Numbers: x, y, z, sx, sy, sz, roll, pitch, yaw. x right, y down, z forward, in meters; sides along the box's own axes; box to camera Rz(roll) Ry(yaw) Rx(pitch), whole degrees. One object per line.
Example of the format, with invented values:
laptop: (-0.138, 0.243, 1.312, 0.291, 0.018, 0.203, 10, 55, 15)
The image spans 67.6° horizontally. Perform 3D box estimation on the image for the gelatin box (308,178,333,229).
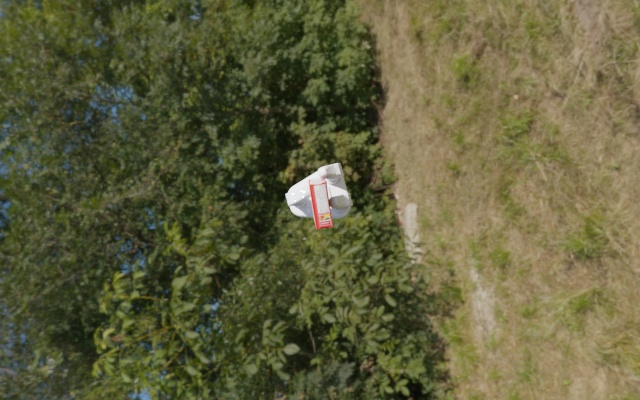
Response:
gelatin box: (0.000, 0.003, 0.785, 0.030, 0.073, 0.089, -9, 8, -1)
